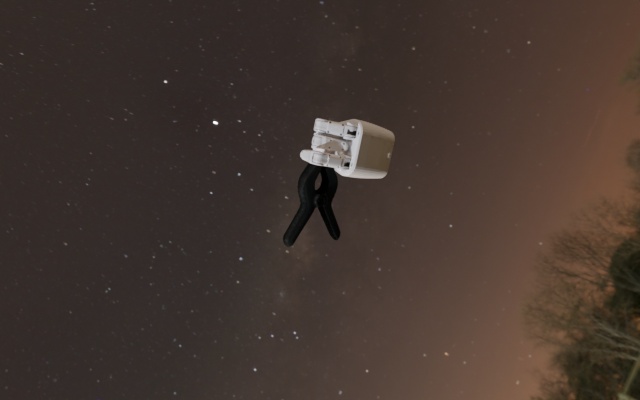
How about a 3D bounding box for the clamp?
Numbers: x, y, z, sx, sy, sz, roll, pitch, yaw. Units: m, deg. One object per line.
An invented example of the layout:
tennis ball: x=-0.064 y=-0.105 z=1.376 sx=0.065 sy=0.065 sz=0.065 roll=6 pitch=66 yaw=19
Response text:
clamp: x=0.000 y=0.002 z=0.857 sx=0.120 sy=0.171 sz=0.039 roll=4 pitch=15 yaw=-44
